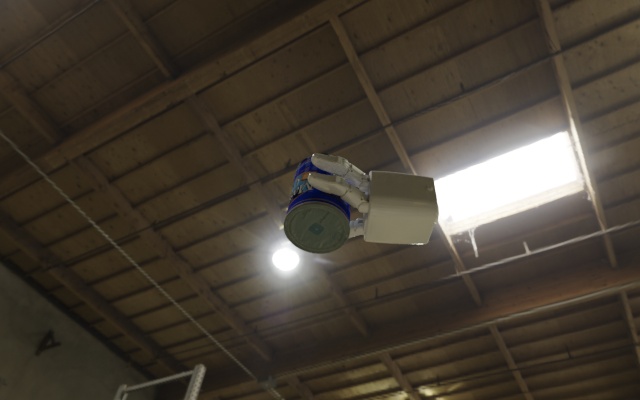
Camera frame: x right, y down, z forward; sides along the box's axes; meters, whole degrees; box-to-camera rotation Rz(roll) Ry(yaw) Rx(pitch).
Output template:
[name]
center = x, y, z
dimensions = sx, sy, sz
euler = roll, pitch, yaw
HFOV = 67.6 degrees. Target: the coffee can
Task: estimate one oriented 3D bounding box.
[coffee can]
center = 0.000, 0.003, 0.785
dimensions = 0.103, 0.103, 0.140
euler = 0, 38, 6
